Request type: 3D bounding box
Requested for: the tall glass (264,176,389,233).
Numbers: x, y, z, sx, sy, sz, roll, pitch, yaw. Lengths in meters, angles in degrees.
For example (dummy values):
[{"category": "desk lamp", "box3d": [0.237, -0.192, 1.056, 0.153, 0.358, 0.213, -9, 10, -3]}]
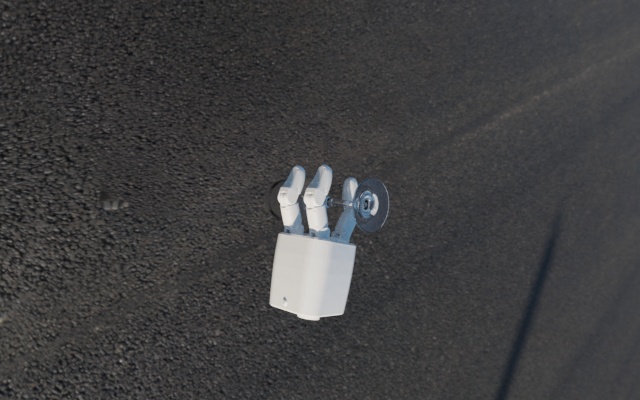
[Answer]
[{"category": "tall glass", "box3d": [0.001, 0.002, 0.710, 0.079, 0.079, 0.201, 0, 3, -43]}]
